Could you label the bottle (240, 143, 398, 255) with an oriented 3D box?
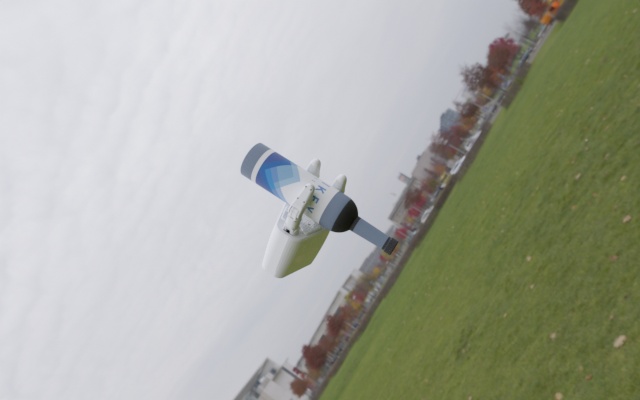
[{"bbox_3d":[0.000,0.002,0.819,0.295,0.069,0.069,32,7,11],"label":"bottle"}]
